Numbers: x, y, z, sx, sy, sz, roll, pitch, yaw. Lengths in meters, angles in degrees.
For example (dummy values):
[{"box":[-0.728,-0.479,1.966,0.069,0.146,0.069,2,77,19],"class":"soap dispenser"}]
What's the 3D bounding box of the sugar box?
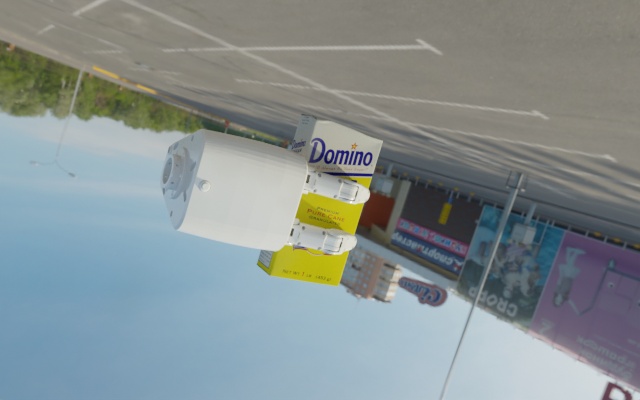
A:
[{"box":[0.000,0.002,0.534,0.093,0.176,0.048,14,7,-30],"class":"sugar box"}]
